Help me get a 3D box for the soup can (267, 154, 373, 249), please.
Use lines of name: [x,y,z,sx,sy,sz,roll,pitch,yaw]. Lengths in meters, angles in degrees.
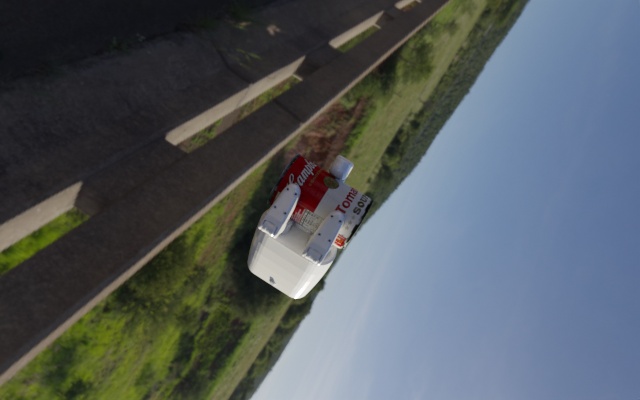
soup can: [0.001,0.002,0.545,0.102,0.068,0.068,32,2,3]
